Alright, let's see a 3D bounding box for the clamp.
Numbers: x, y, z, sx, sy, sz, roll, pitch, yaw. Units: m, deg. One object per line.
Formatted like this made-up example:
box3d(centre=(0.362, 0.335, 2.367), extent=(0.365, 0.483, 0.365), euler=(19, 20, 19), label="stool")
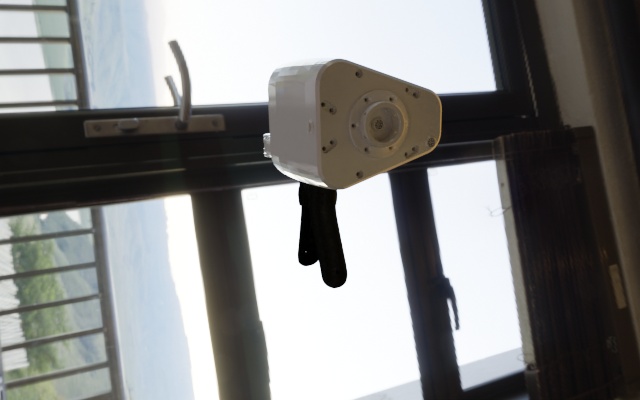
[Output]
box3d(centre=(0.001, 0.001, 0.476), extent=(0.039, 0.171, 0.120), euler=(-7, 14, -21), label="clamp")
